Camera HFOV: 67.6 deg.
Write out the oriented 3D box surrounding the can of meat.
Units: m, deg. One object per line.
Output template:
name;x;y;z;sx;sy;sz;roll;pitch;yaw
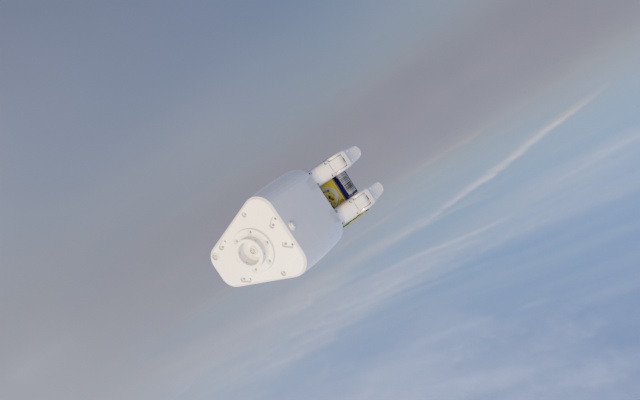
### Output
can of meat;0.000;0.002;0.623;0.102;0.084;0.057;-32;2;24
